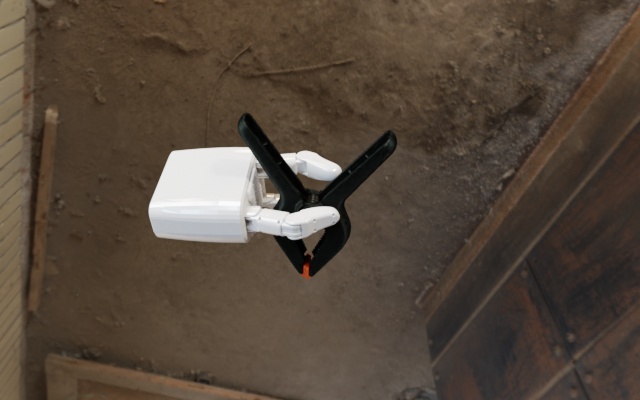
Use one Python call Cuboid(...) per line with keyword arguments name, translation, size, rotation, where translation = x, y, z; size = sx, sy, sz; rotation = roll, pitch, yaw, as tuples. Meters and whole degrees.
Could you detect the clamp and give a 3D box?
Cuboid(name="clamp", translation=(0.000, 0.003, 0.536), size=(0.164, 0.210, 0.036), rotation=(2, 33, 9))
